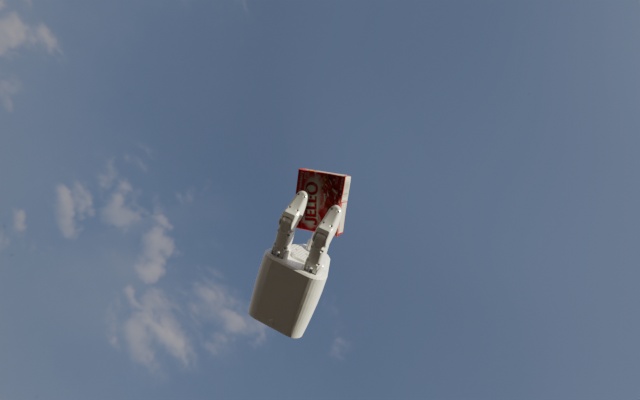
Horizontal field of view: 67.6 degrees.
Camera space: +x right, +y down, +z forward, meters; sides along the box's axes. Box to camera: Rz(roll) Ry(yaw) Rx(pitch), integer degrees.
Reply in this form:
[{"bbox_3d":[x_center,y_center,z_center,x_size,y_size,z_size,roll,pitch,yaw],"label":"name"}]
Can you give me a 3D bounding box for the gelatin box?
[{"bbox_3d":[0.000,0.002,0.696,0.073,0.089,0.030,10,7,19],"label":"gelatin box"}]
